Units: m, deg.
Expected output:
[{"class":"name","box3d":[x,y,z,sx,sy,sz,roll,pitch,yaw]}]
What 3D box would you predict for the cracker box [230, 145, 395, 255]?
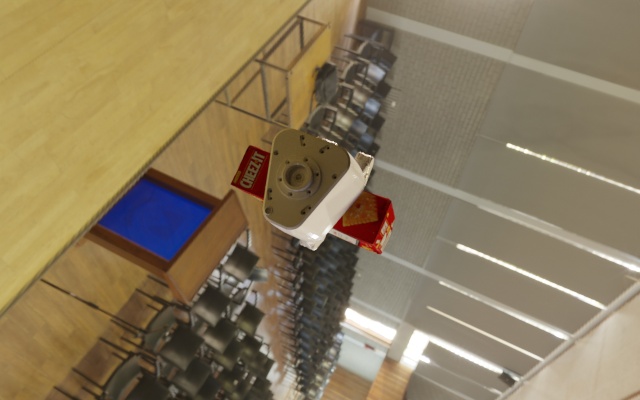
[{"class":"cracker box","box3d":[0.000,0.003,0.703,0.213,0.072,0.164,23,-5,15]}]
